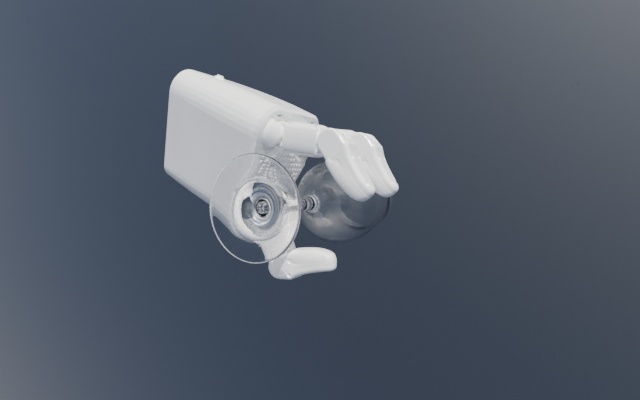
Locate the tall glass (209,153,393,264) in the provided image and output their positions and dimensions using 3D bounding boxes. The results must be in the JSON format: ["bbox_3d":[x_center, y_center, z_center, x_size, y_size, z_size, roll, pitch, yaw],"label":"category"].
[{"bbox_3d":[0.000,0.001,0.407,0.079,0.079,0.201,0,2,28],"label":"tall glass"}]
